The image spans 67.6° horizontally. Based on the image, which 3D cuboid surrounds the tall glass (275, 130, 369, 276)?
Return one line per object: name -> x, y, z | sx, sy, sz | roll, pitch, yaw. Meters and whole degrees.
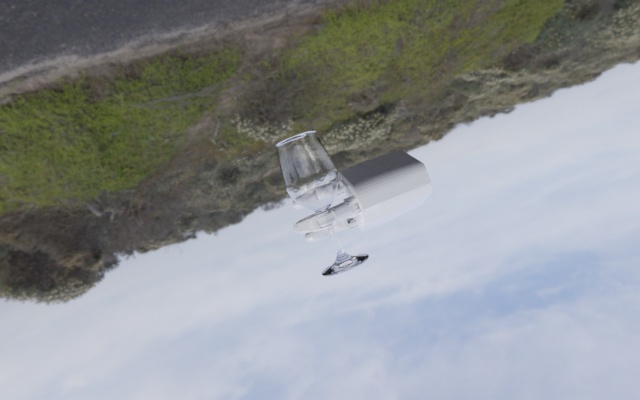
tall glass -> 0.000, 0.003, 0.689 | 0.079, 0.201, 0.079 | -22, 4, 2
